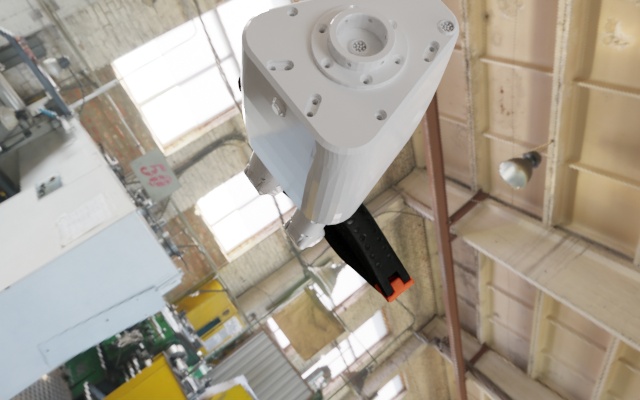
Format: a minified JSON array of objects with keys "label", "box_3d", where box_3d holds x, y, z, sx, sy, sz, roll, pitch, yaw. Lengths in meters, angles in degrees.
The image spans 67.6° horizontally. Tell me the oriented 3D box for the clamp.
[{"label":"clamp","box_3d":[0.001,0.001,0.425,0.036,0.210,0.165,-36,-12,-13]}]
